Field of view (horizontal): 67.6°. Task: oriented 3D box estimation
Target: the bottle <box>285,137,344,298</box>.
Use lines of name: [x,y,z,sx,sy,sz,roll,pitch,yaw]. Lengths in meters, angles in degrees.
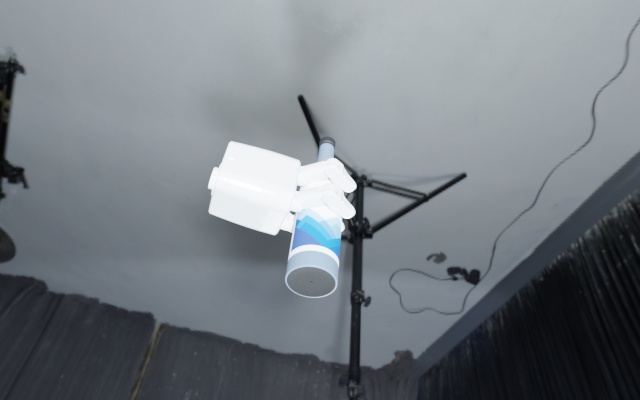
bottle: [0.000,0.003,0.705,0.069,0.069,0.295,0,43,6]
